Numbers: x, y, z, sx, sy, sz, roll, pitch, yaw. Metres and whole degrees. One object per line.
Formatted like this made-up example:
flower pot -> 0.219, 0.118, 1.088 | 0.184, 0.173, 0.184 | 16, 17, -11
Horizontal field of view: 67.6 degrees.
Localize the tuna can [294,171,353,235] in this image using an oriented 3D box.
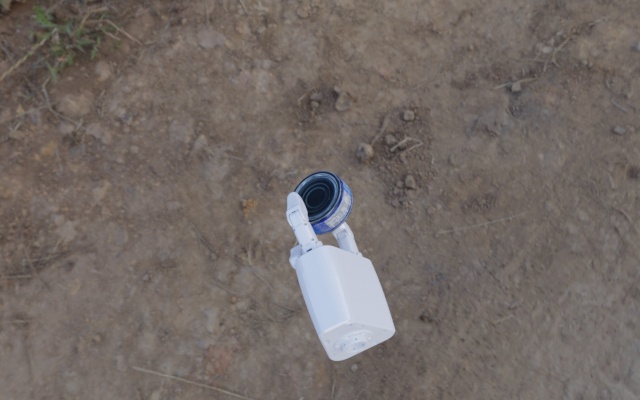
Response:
tuna can -> 0.000, 0.002, 0.661 | 0.086, 0.086, 0.034 | 0, -28, 35
